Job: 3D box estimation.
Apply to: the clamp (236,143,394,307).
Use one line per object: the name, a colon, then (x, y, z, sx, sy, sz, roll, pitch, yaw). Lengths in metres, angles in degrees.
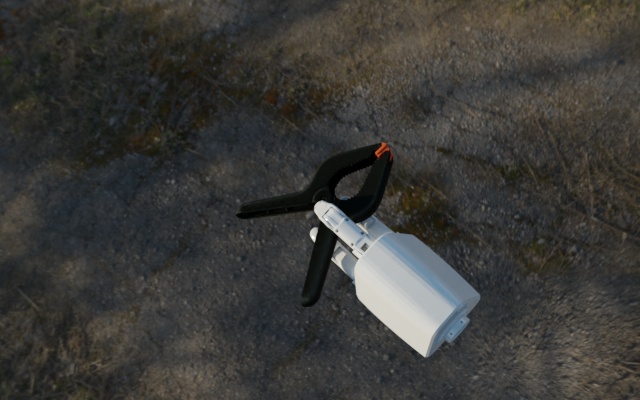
clamp: (0.000, 0.001, 0.591, 0.164, 0.210, 0.036, 41, -1, 26)
